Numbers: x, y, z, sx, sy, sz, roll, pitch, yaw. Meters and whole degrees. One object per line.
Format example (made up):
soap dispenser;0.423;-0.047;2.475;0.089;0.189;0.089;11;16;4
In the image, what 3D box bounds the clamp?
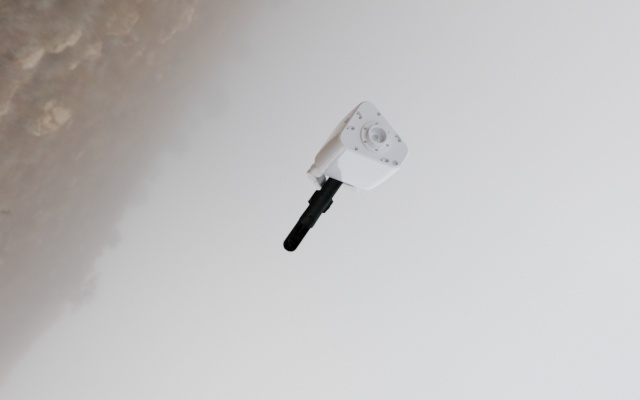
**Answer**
clamp;0.001;0.003;0.780;0.039;0.171;0.120;35;-23;-6
